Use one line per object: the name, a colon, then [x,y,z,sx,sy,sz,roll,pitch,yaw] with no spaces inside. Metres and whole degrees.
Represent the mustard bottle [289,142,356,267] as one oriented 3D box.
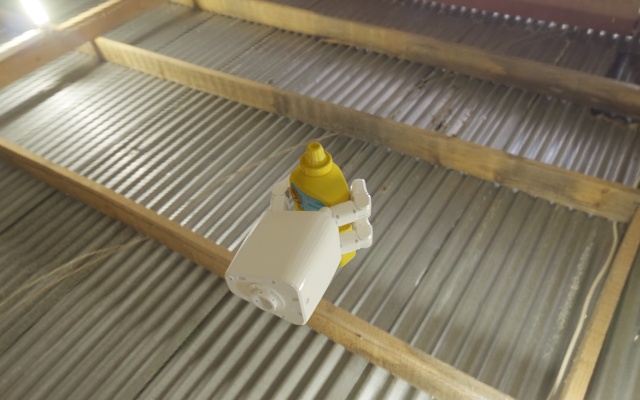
mustard bottle: [0.000,0.002,0.650,0.058,0.192,0.096,-35,50,-25]
